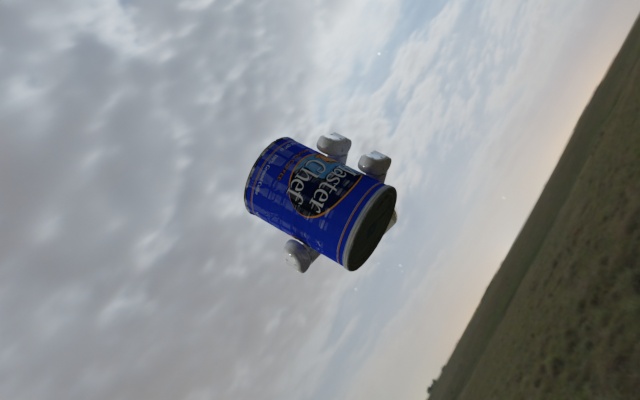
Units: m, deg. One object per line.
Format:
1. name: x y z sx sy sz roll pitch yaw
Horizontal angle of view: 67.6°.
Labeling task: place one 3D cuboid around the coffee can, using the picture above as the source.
1. coffee can: 0.000 0.002 0.539 0.140 0.103 0.103 28 11 22
